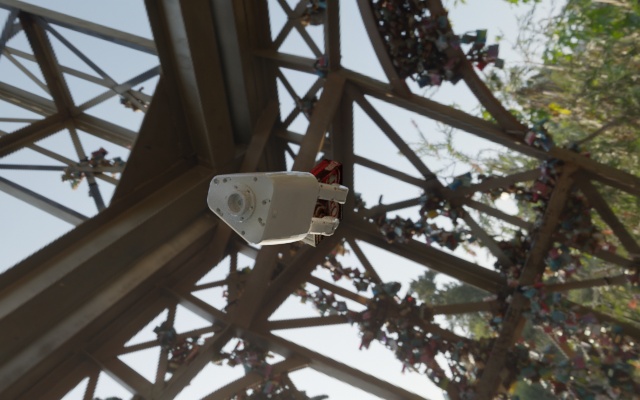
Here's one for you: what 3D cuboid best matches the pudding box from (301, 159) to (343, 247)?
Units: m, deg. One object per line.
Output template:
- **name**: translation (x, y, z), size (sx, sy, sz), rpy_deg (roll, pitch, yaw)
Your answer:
- **pudding box**: translation (0.000, 0.002, 0.764), size (0.039, 0.114, 0.090), rpy_deg (20, 39, 26)
